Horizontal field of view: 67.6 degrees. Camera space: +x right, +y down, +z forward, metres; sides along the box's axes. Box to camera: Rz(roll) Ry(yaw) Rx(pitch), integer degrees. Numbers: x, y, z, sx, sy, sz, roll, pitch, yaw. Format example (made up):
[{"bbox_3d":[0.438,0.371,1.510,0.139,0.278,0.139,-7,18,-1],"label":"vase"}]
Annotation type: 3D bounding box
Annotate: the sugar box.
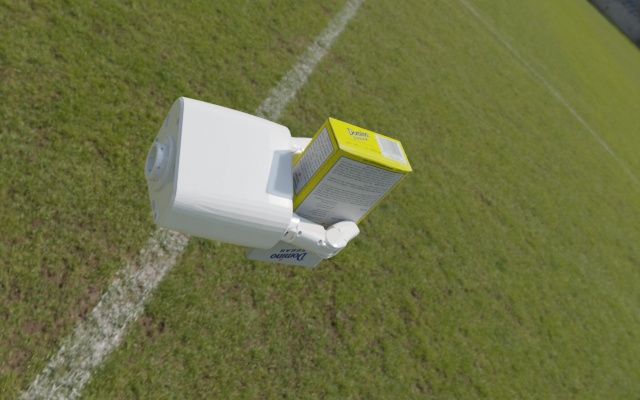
[{"bbox_3d":[0.000,0.001,0.486,0.093,0.048,0.176,13,-43,-35],"label":"sugar box"}]
